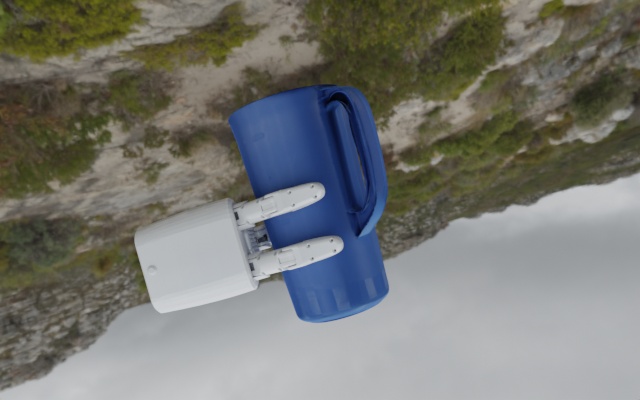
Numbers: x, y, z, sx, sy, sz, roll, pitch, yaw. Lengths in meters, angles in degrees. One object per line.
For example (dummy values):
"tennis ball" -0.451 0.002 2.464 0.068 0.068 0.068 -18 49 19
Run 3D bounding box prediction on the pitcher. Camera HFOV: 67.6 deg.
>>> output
"pitcher" 0.000 0.002 0.524 0.145 0.243 0.149 -17 -1 0
